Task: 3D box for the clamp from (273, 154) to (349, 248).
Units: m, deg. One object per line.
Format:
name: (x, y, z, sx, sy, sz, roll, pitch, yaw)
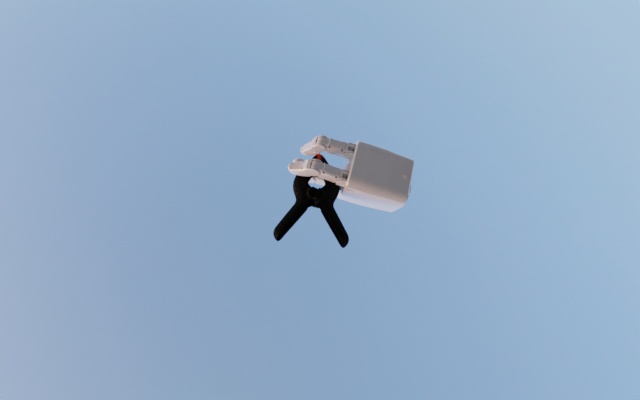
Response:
clamp: (0.000, 0.003, 0.796, 0.120, 0.171, 0.039, 16, -26, -2)
